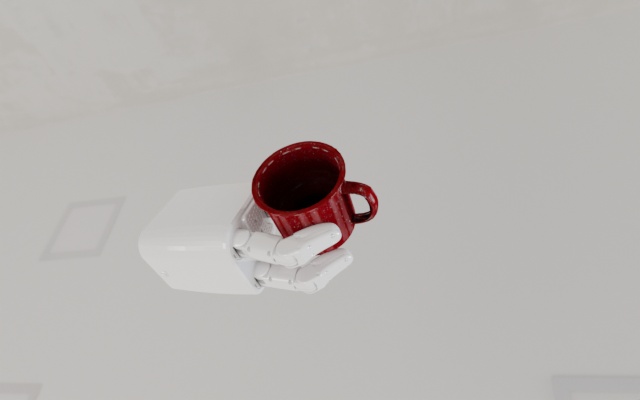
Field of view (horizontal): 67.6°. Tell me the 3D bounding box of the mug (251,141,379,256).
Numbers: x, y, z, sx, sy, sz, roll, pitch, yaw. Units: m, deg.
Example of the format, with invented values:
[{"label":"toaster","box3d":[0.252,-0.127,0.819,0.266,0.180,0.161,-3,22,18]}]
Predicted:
[{"label":"mug","box3d":[0.002,0.002,0.474,0.117,0.093,0.082,0,-38,19]}]
